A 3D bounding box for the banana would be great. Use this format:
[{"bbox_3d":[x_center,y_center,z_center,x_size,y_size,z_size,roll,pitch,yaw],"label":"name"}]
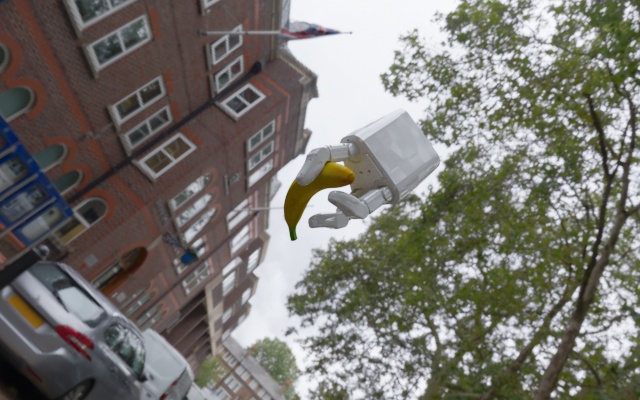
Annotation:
[{"bbox_3d":[-0.011,-0.012,0.680,0.037,0.069,0.198,-26,-13,-35],"label":"banana"}]
